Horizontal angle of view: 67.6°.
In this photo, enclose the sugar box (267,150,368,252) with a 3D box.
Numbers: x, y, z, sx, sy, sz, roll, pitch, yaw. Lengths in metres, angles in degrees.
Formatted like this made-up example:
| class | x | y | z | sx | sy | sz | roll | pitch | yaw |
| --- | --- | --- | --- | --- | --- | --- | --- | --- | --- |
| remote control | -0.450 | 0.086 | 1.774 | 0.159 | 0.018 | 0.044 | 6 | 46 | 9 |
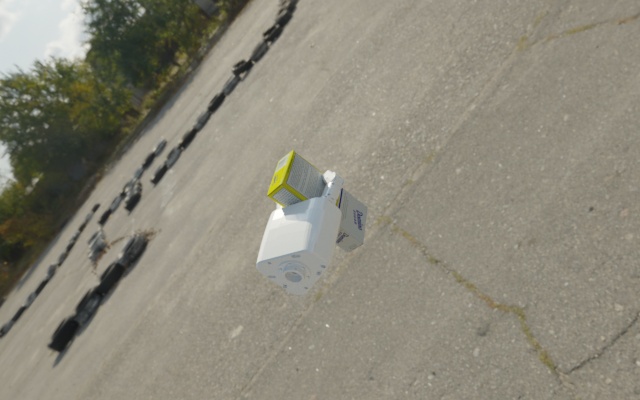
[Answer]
| class | x | y | z | sx | sy | sz | roll | pitch | yaw |
| --- | --- | --- | --- | --- | --- | --- | --- | --- | --- |
| sugar box | 0.000 | 0.003 | 0.797 | 0.176 | 0.093 | 0.048 | 39 | -51 | -22 |
